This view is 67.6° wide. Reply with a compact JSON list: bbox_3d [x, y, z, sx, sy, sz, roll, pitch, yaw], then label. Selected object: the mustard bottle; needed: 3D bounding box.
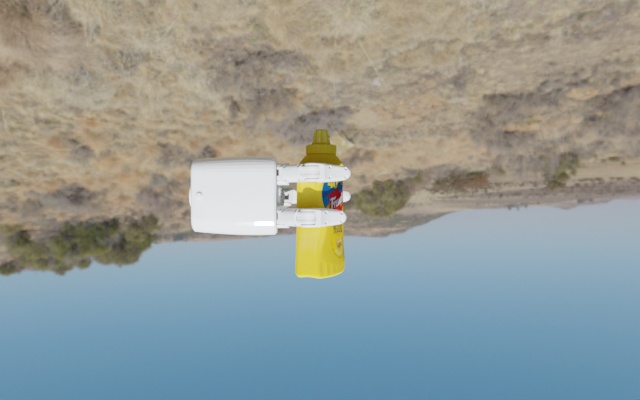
[{"bbox_3d":[0.000,0.002,0.635,0.058,0.191,0.096,0,0,23],"label":"mustard bottle"}]
